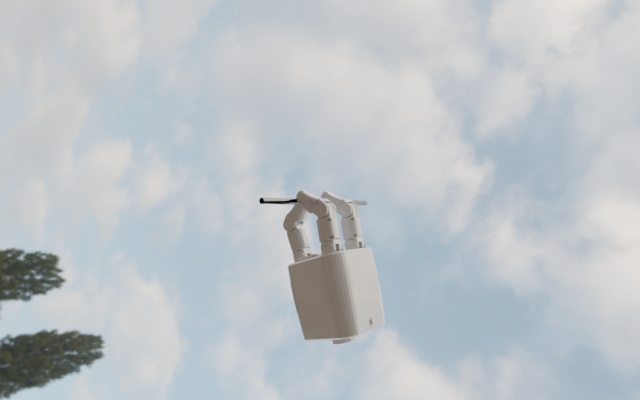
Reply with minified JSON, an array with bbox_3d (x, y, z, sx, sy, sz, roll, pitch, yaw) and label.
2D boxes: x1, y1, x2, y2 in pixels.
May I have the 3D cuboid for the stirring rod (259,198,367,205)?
[{"bbox_3d":[0.000,0.002,0.679,0.011,0.011,0.239,0,-1,37],"label":"stirring rod"}]
